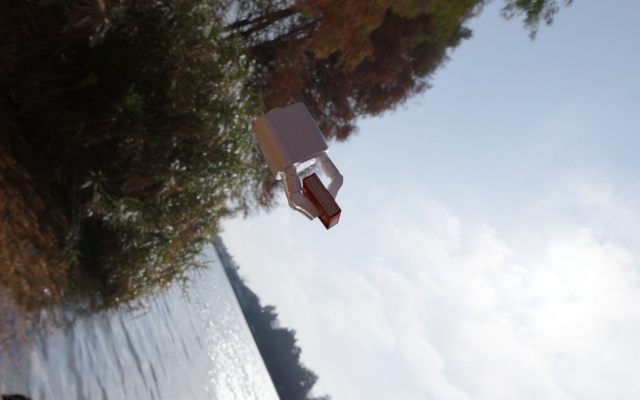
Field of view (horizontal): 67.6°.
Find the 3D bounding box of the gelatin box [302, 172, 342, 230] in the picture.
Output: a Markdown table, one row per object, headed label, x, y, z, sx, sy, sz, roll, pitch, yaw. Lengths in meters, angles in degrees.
| label | x | y | z | sx | sy | sz | roll | pitch | yaw |
| --- | --- | --- | --- | --- | --- | --- | --- | --- | --- |
| gelatin box | 0.001 | 0.003 | 0.867 | 0.030 | 0.089 | 0.073 | -32 | -15 | -14 |
